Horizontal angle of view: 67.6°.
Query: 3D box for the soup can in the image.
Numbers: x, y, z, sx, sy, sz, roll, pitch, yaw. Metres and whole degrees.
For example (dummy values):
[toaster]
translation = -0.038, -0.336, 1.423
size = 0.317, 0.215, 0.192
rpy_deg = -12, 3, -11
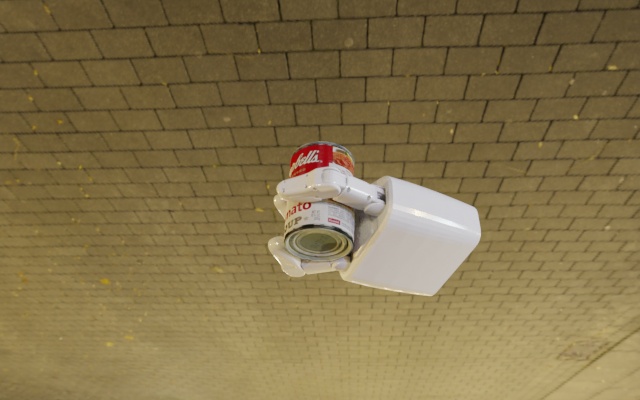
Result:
[soup can]
translation = 0.000, 0.002, 0.477
size = 0.068, 0.102, 0.069
rpy_deg = 2, -35, 1
